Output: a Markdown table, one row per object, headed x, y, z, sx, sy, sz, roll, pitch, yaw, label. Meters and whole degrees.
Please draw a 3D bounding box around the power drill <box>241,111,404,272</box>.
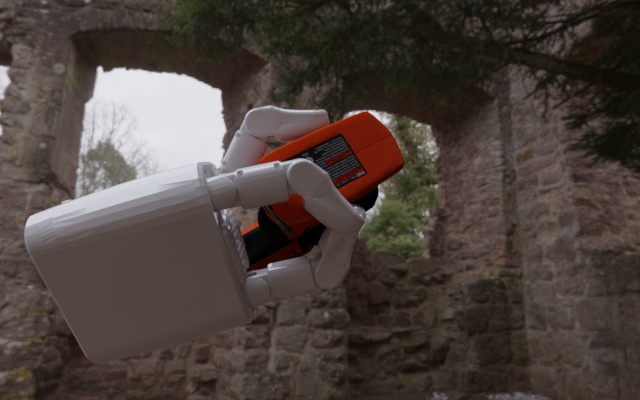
| x | y | z | sx | sy | sz | roll | pitch | yaw | label |
| --- | --- | --- | --- | --- | --- | --- | --- | --- | --- |
| 0.000 | 0.001 | 0.411 | 0.184 | 0.057 | 0.188 | -30 | -12 | -23 | power drill |
